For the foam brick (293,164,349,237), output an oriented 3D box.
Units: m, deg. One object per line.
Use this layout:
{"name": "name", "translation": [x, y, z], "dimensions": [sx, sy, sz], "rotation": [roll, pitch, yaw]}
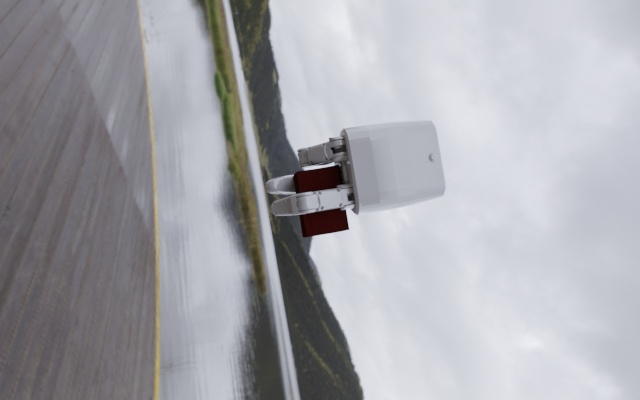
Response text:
{"name": "foam brick", "translation": [0.000, 0.002, 0.563], "dimensions": [0.051, 0.078, 0.053], "rotation": [-9, -1, -8]}
